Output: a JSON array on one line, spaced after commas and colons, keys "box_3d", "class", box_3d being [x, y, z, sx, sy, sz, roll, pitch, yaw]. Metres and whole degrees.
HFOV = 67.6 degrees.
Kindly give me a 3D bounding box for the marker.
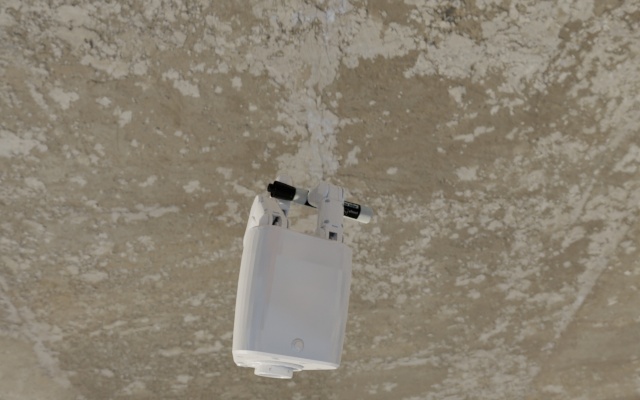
[{"box_3d": [0.000, 0.002, 0.520, 0.121, 0.020, 0.020, 16, -6, -20], "class": "marker"}]
